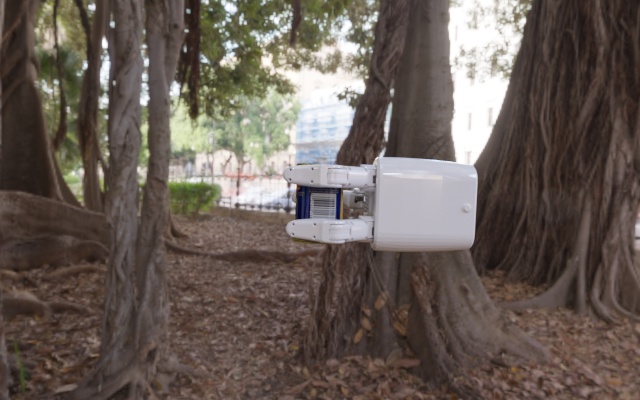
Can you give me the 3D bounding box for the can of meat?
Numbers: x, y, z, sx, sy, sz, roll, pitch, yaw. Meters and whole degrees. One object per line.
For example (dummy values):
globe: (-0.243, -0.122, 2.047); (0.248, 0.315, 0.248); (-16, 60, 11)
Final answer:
can of meat: (0.000, 0.001, 0.541); (0.057, 0.084, 0.102); (2, 2, 2)
